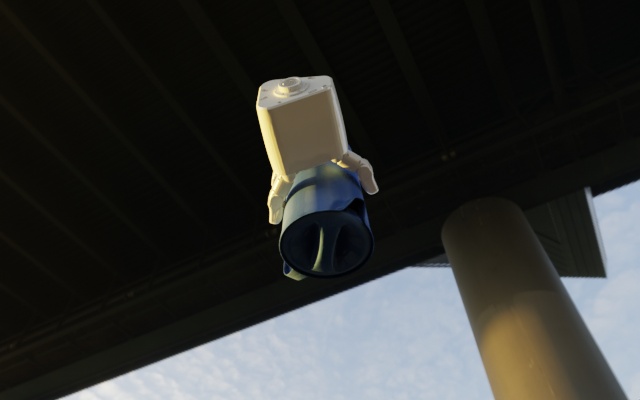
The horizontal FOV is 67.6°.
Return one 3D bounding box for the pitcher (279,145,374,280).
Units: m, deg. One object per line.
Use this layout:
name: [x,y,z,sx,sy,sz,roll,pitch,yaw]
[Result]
pitcher: [0.000,0.002,0.763,0.149,0.145,0.242,-11,37,7]
